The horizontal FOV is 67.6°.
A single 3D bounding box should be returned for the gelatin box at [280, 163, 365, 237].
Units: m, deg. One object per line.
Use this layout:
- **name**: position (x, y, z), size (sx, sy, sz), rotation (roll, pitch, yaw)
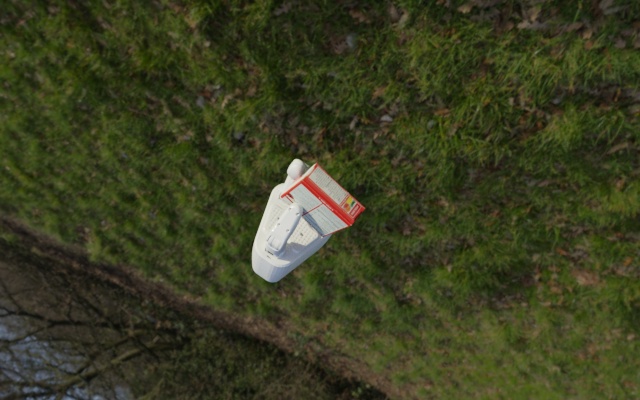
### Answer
- **gelatin box**: position (0.000, 0.002, 0.543), size (0.073, 0.030, 0.089), rotation (43, -23, -7)
